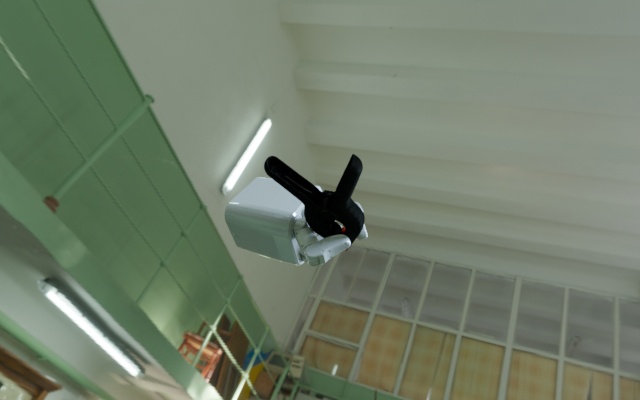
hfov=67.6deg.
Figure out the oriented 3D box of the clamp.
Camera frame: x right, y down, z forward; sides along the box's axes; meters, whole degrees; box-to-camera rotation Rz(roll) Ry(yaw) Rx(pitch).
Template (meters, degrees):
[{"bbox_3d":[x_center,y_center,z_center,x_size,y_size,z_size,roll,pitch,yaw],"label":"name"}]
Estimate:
[{"bbox_3d":[0.000,0.002,0.598,0.120,0.039,0.172,12,-38,21],"label":"clamp"}]
